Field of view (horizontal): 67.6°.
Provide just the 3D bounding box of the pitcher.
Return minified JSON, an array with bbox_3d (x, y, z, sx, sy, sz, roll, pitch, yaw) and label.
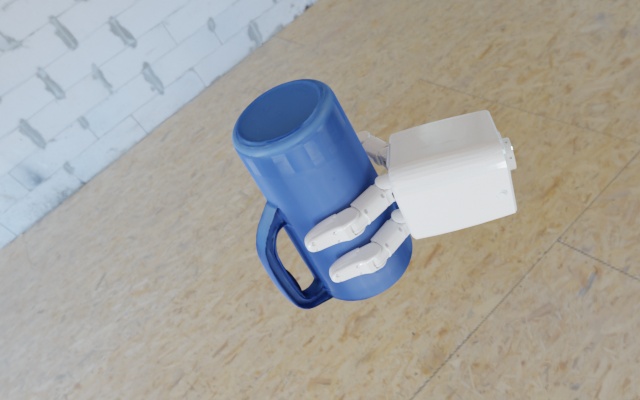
[{"bbox_3d":[0.000,0.002,0.520,0.145,0.149,0.243,-15,-46,18],"label":"pitcher"}]
